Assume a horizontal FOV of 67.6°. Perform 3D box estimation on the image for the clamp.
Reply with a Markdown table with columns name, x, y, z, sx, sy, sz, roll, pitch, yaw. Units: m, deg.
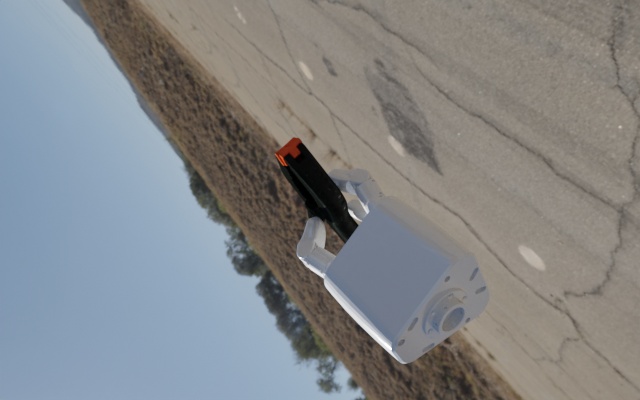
| name | x | y | z | sx | sy | sz | roll | pitch | yaw |
| --- | --- | --- | --- | --- | --- | --- | --- | --- | --- |
| clamp | -0.001 | 0.002 | 0.561 | 0.164 | 0.036 | 0.210 | 36 | -14 | 48 |
